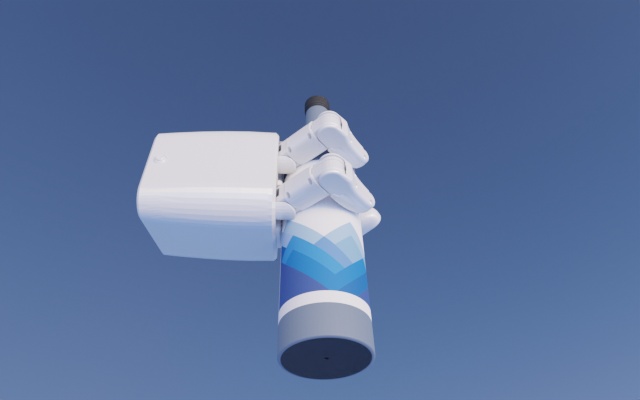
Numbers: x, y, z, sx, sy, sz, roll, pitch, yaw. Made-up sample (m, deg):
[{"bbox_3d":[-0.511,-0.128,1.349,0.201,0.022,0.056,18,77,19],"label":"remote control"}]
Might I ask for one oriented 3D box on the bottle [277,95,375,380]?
[{"bbox_3d":[0.000,0.002,0.423,0.069,0.295,0.069,-1,-44,-1],"label":"bottle"}]
